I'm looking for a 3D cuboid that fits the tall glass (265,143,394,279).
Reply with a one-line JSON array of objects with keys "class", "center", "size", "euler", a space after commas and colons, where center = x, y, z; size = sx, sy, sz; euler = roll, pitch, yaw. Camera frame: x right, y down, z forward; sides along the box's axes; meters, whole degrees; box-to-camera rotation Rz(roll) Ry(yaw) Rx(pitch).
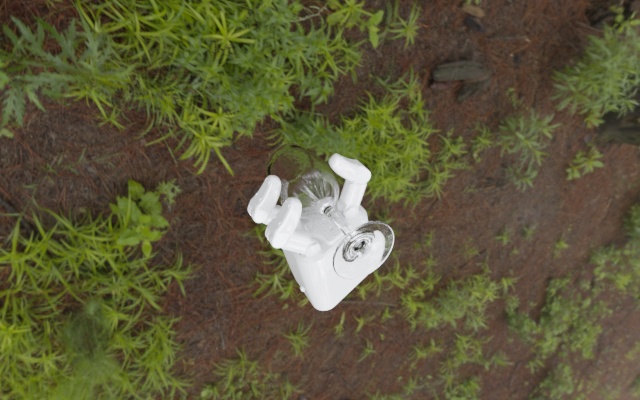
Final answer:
[{"class": "tall glass", "center": [0.000, 0.002, 0.567], "size": [0.079, 0.079, 0.201], "euler": [0, 31, -32]}]
